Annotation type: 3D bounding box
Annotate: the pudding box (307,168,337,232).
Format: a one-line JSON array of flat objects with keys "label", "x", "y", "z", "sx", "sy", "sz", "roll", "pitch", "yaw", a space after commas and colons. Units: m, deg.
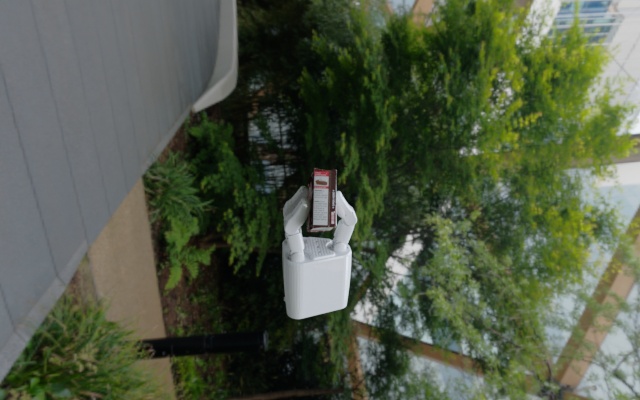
[{"label": "pudding box", "x": 0.000, "y": 0.003, "z": 0.744, "sx": 0.039, "sy": 0.090, "sz": 0.113, "roll": 1, "pitch": -6, "yaw": -8}]
